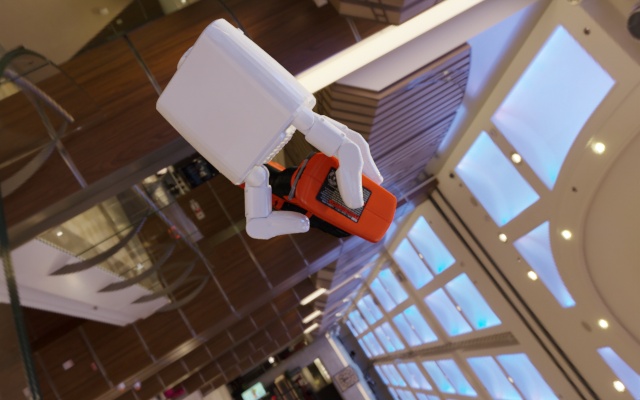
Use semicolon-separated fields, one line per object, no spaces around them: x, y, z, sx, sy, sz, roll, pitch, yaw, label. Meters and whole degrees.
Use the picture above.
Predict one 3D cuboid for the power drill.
0.000;0.002;0.533;0.184;0.057;0.187;28;-10;-25;power drill
